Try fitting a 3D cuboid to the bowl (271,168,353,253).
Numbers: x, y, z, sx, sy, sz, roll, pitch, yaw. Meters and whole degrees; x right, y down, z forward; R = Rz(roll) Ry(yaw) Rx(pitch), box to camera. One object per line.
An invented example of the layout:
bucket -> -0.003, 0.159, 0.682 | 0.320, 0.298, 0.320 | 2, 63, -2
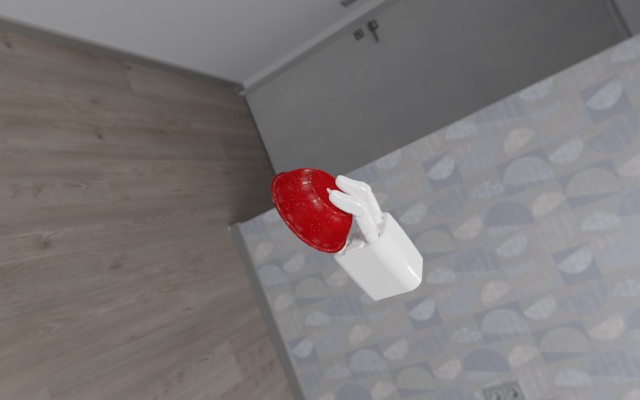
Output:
bowl -> -0.001, 0.002, 0.762 | 0.055, 0.162, 0.162 | -42, -23, 28
